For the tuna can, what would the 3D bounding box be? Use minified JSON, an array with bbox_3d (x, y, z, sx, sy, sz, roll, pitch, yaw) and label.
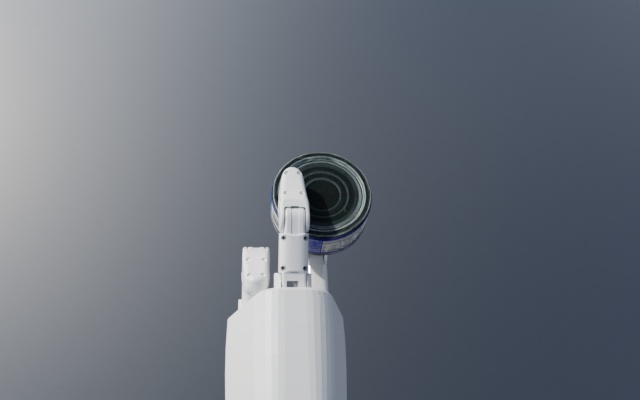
[{"bbox_3d":[0.000,0.001,0.409,0.086,0.086,0.034,0,-30,-6],"label":"tuna can"}]
